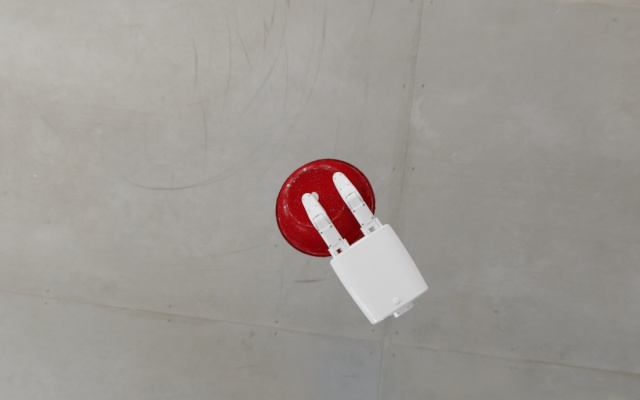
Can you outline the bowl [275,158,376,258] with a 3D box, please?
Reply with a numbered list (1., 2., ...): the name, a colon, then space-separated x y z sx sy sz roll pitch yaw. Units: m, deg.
1. bowl: -0.001 0.001 0.727 0.162 0.162 0.055 0 -17 14
